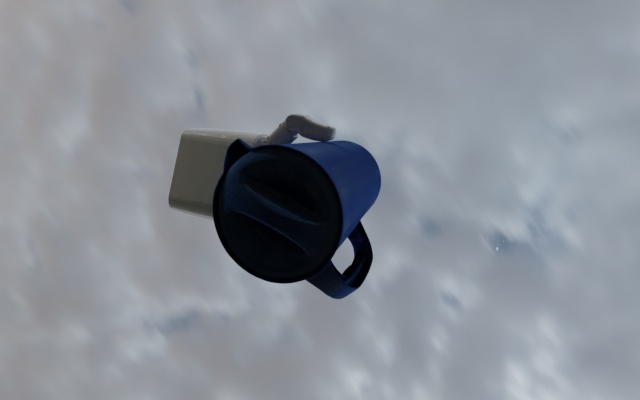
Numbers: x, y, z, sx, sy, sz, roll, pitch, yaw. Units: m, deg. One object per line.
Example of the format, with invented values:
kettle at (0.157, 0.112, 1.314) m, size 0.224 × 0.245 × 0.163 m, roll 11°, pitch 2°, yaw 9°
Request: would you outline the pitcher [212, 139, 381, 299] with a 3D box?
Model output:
pitcher at (0.000, 0.002, 0.549) m, size 0.145 × 0.149 × 0.243 m, roll 9°, pitch 14°, yaw 18°
